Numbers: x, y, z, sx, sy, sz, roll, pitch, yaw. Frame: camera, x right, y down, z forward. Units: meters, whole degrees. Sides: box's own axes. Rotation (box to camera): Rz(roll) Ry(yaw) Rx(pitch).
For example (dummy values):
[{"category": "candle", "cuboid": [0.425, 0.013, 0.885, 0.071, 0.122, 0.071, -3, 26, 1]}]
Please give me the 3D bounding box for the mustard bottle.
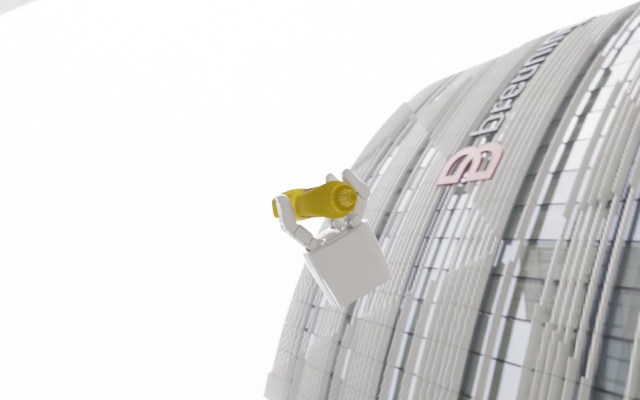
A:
[{"category": "mustard bottle", "cuboid": [0.000, 0.002, 0.761, 0.096, 0.058, 0.191, -6, 0, -29]}]
